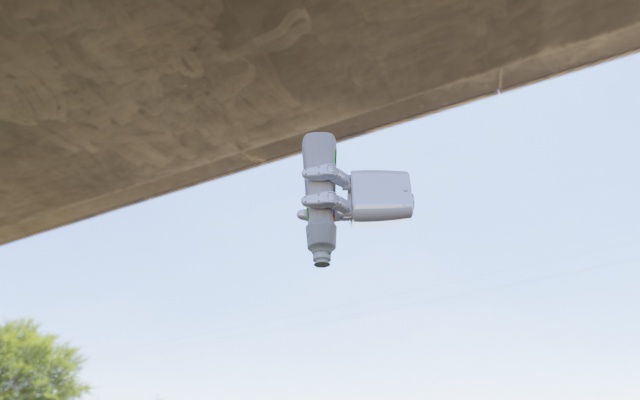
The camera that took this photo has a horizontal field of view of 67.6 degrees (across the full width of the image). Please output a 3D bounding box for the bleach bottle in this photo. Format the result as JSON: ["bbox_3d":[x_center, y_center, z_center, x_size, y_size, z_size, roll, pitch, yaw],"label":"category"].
[{"bbox_3d":[0.000,0.003,0.873,0.068,0.250,0.103,-1,-28,0],"label":"bleach bottle"}]
